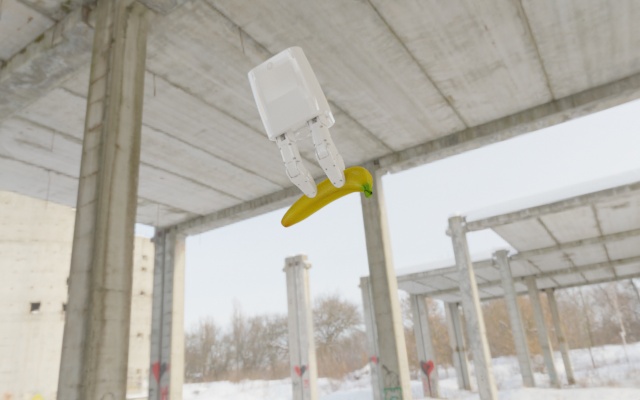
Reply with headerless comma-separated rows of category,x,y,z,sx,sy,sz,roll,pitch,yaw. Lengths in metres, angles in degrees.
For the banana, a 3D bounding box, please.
banana,0.012,-0.009,0.707,0.198,0.037,0.069,-24,17,47
